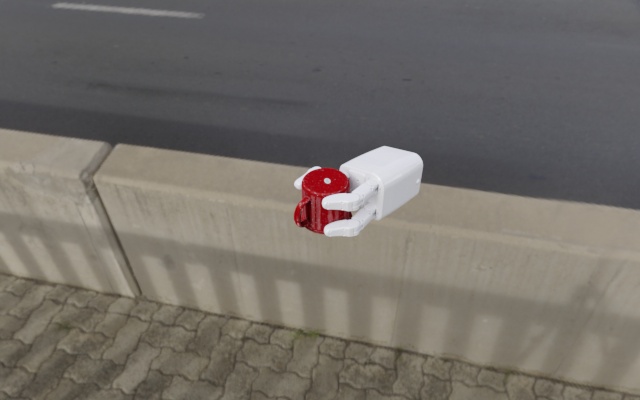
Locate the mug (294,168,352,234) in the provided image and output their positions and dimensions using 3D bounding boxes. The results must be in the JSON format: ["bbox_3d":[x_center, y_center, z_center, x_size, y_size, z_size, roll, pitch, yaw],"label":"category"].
[{"bbox_3d":[-0.001,0.003,0.814,0.117,0.082,0.093,-30,46,-31],"label":"mug"}]
